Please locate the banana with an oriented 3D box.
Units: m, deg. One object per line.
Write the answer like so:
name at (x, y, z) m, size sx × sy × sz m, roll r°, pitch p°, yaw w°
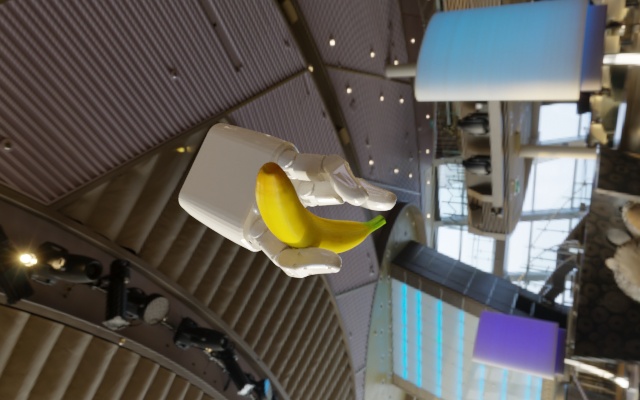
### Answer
banana at (-0.009, 0.018, 0.455) m, size 0.037 × 0.069 × 0.198 m, roll 40°, pitch 10°, yaw 34°
